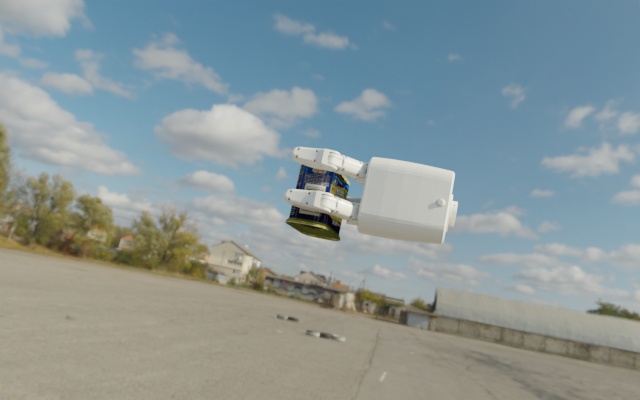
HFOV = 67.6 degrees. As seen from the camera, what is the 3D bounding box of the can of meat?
[{"bbox_3d":[0.000,0.002,0.637,0.057,0.084,0.102,9,-12,18],"label":"can of meat"}]
